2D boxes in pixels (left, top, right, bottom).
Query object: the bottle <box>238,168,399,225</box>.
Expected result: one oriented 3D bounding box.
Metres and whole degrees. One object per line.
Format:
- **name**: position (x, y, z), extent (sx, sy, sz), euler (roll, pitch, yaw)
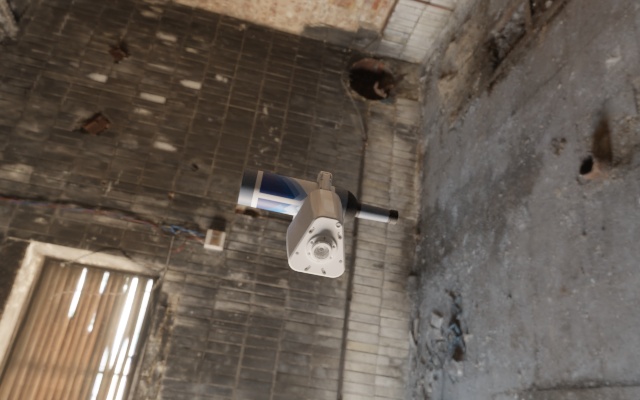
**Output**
- **bottle**: position (0.000, 0.003, 0.881), extent (0.296, 0.069, 0.069), euler (12, -2, -8)
